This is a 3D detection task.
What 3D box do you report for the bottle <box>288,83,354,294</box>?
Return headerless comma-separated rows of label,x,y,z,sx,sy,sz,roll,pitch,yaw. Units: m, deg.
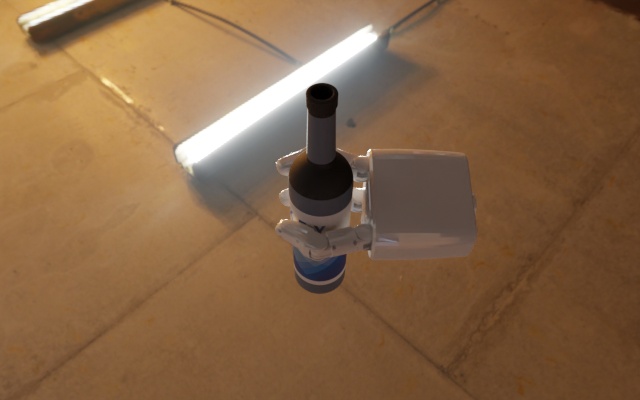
bottle,0.000,0.002,0.512,0.069,0.069,0.296,0,-38,-1
